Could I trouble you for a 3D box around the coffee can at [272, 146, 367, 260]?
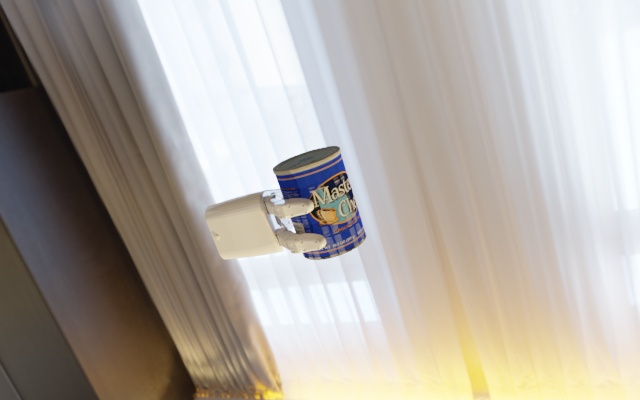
[{"bbox_3d":[0.000,0.002,0.706,0.103,0.140,0.102,-17,16,5],"label":"coffee can"}]
